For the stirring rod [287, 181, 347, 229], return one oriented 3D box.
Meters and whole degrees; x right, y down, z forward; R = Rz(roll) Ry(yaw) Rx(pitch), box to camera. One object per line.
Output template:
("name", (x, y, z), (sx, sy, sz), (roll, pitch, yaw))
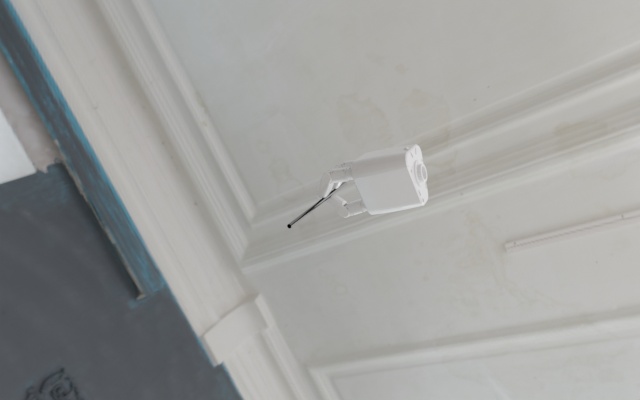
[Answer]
("stirring rod", (0.000, 0.003, 0.894), (0.011, 0.011, 0.239), (0, 19, 27))
